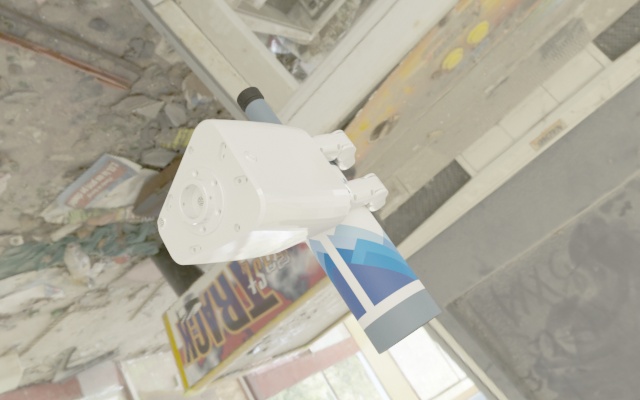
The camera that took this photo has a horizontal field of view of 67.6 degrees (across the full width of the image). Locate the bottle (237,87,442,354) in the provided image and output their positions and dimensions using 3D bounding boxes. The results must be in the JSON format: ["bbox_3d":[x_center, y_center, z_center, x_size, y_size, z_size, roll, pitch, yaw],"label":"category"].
[{"bbox_3d":[0.000,0.002,0.464,0.069,0.295,0.069,-30,-20,-12],"label":"bottle"}]
